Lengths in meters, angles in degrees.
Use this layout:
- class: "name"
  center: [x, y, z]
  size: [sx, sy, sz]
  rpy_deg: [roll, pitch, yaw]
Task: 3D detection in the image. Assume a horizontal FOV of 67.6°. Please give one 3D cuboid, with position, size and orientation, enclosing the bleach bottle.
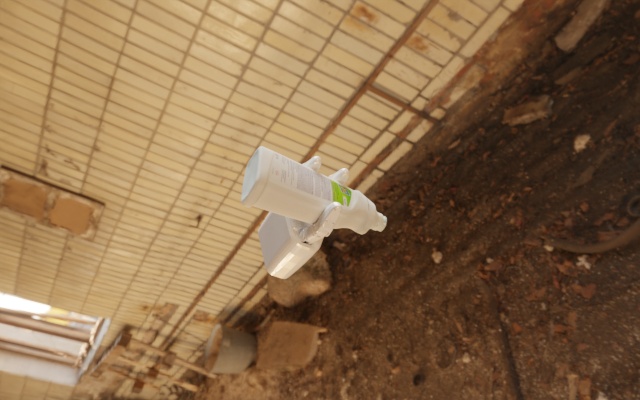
- class: "bleach bottle"
  center: [0.000, 0.002, 0.778]
  size: [0.251, 0.102, 0.068]
  rpy_deg: [22, -49, -22]
